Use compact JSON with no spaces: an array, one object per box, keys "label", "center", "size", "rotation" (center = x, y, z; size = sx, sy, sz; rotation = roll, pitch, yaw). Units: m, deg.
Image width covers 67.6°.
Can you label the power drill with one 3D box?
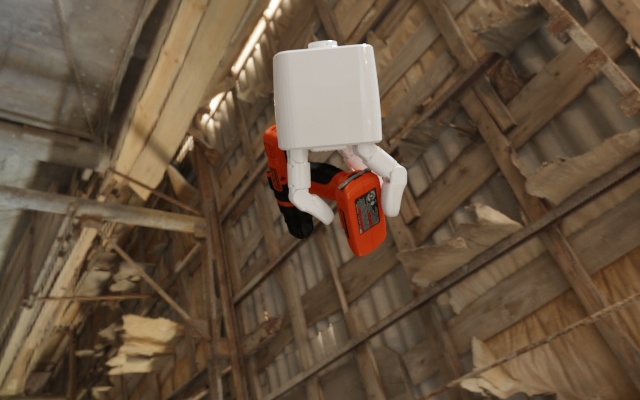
[{"label":"power drill","center":[0.000,0.002,0.633],"size":[0.057,0.185,0.187],"rotation":[-34,39,-28]}]
